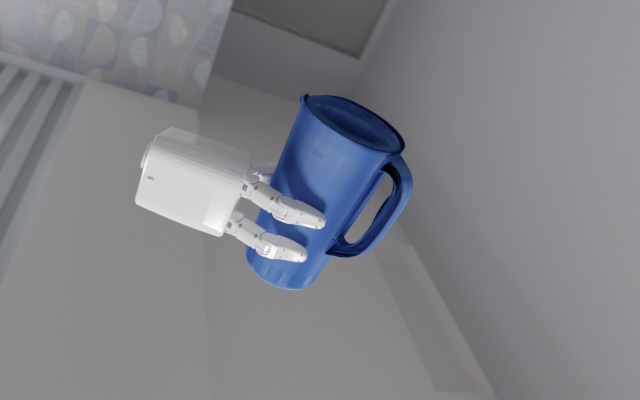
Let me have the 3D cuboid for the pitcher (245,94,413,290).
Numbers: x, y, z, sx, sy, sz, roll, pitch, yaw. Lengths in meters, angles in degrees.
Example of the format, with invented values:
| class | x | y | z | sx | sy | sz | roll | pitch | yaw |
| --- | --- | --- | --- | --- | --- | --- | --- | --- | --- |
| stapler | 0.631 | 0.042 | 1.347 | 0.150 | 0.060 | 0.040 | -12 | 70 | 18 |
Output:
| class | x | y | z | sx | sy | sz | roll | pitch | yaw |
| --- | --- | --- | --- | --- | --- | --- | --- | --- | --- |
| pitcher | 0.000 | 0.002 | 0.603 | 0.145 | 0.243 | 0.149 | 20 | 29 | -14 |
